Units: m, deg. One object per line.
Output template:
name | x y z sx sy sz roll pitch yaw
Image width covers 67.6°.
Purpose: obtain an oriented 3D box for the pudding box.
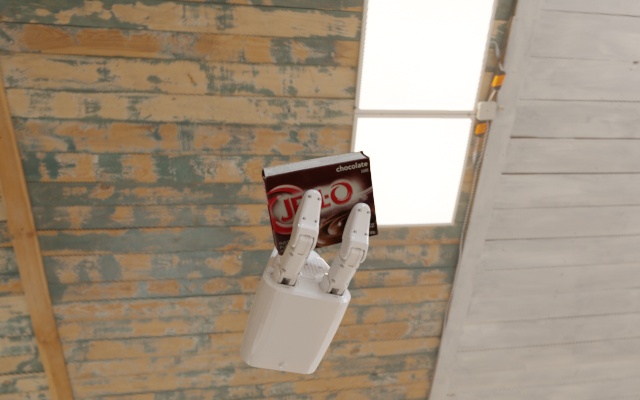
pudding box | 0.000 0.002 0.507 0.113 0.090 0.039 -12 24 -8
